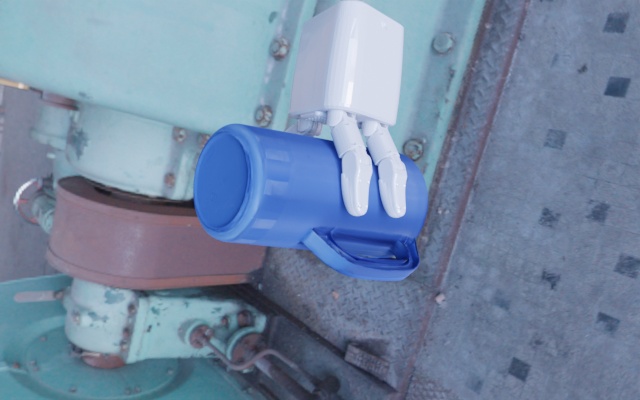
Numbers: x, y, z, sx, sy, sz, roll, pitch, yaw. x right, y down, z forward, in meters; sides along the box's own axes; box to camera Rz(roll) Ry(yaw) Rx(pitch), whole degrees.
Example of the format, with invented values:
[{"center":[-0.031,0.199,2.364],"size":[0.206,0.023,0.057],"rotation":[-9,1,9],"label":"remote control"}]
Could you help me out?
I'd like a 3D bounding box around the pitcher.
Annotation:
[{"center":[0.000,0.001,0.503],"size":[0.243,0.145,0.149],"rotation":[7,1,-45],"label":"pitcher"}]
